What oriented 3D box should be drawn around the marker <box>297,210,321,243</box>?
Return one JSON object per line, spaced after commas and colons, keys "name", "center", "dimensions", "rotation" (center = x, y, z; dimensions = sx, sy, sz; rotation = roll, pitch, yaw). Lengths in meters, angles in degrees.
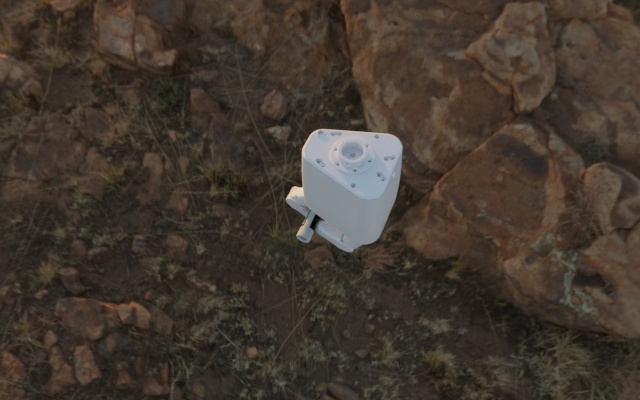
{"name": "marker", "center": [0.000, 0.002, 0.652], "dimensions": [0.020, 0.121, 0.020], "rotation": [20, -28, 11]}
